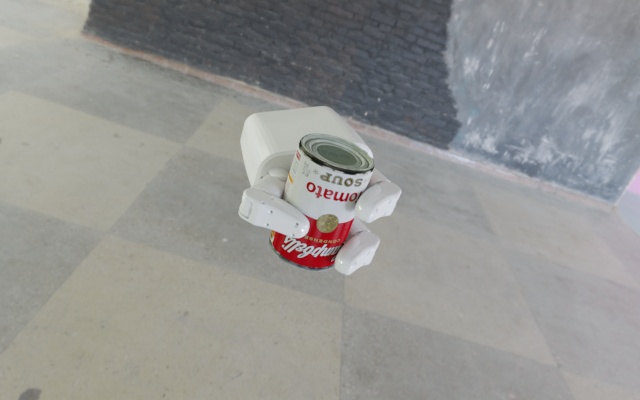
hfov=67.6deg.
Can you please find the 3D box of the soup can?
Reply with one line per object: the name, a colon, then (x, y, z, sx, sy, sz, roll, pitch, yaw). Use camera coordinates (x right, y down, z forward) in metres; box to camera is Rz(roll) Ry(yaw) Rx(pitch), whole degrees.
soup can: (0.000, 0.001, 0.418, 0.068, 0.102, 0.068, 15, 28, -8)
